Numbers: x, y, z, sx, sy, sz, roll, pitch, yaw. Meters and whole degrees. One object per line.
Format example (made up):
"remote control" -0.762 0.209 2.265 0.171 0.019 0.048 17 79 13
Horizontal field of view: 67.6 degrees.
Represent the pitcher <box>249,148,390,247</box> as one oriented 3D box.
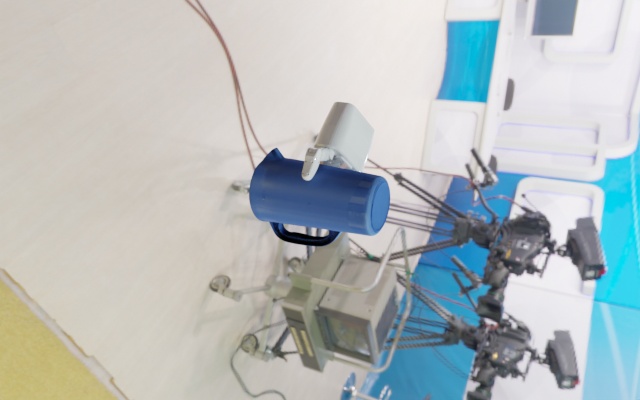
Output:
"pitcher" 0.000 0.003 0.891 0.243 0.145 0.149 10 -23 27
